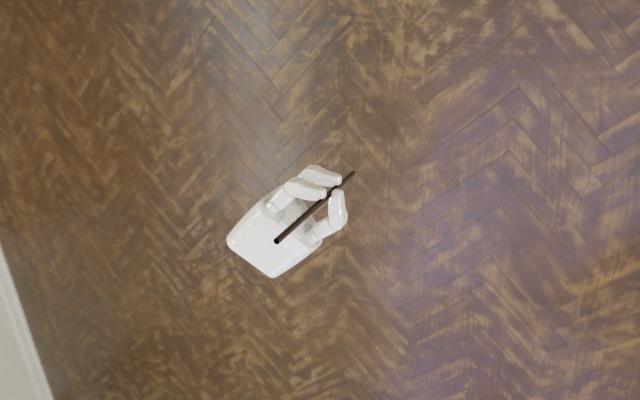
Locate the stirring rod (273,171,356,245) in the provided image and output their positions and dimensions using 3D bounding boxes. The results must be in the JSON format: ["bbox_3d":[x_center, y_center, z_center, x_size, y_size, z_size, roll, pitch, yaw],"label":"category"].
[{"bbox_3d":[0.000,0.002,0.652,0.011,0.011,0.239,0,22,27],"label":"stirring rod"}]
